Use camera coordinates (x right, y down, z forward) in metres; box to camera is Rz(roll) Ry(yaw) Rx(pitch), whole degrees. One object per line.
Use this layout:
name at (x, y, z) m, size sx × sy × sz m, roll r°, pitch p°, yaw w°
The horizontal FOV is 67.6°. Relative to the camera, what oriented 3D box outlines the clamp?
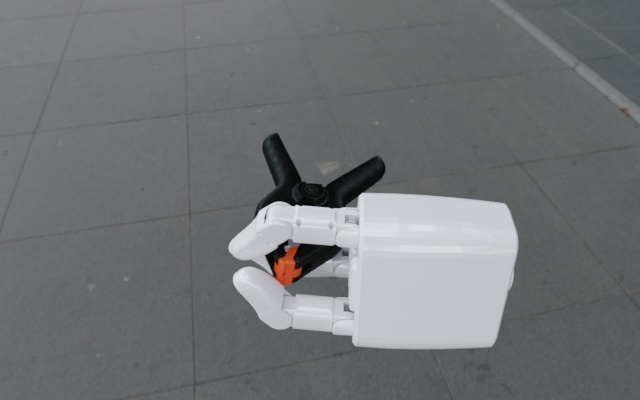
clamp at (0.000, 0.001, 0.414) m, size 0.120 × 0.039 × 0.171 m, roll 3°, pitch 44°, yaw 1°
